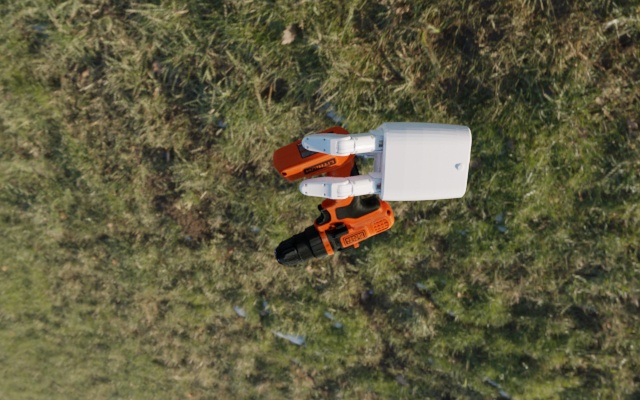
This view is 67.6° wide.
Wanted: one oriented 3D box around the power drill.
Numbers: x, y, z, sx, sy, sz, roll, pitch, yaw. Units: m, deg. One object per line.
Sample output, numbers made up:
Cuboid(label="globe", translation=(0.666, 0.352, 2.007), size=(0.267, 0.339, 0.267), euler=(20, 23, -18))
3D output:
Cuboid(label="power drill", translation=(0.000, 0.002, 0.661), size=(0.184, 0.188, 0.057), euler=(-23, 42, -1))
